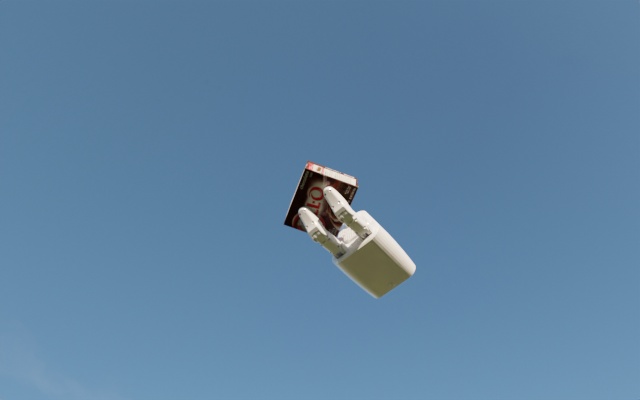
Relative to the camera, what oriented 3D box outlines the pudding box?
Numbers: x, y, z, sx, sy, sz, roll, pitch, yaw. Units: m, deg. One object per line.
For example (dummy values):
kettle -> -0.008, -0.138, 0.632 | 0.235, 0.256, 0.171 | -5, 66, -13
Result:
pudding box -> 0.000, 0.002, 0.774 | 0.090, 0.113, 0.039 | 19, 25, -6
